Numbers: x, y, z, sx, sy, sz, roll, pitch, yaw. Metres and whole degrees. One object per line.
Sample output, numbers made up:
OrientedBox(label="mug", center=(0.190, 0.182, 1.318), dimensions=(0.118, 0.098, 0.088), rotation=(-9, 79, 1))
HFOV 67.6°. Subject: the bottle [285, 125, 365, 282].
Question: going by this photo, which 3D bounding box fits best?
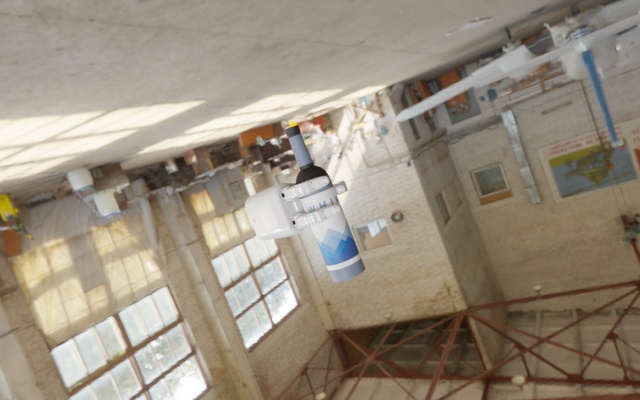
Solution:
OrientedBox(label="bottle", center=(0.000, 0.003, 0.885), dimensions=(0.069, 0.296, 0.069), rotation=(-21, 5, 2))
